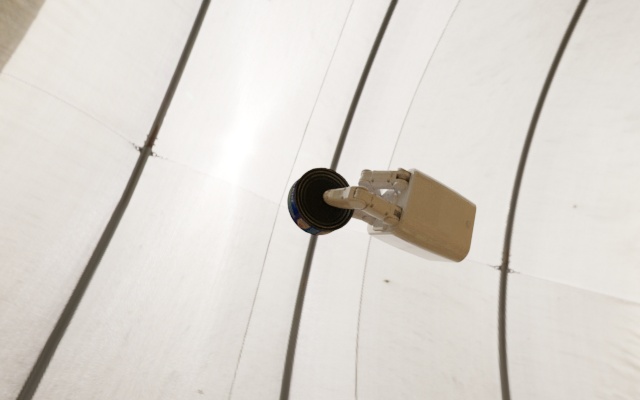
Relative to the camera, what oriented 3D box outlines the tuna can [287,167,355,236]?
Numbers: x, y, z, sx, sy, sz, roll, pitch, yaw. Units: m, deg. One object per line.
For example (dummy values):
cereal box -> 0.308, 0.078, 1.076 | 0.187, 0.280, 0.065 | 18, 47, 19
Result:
tuna can -> 0.000, 0.002, 0.626 | 0.086, 0.086, 0.034 | 0, -16, -26
